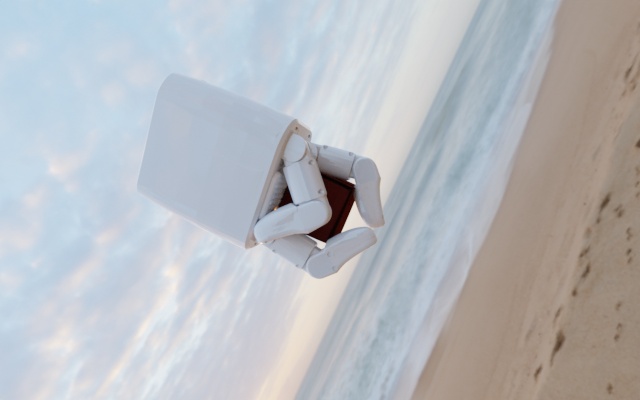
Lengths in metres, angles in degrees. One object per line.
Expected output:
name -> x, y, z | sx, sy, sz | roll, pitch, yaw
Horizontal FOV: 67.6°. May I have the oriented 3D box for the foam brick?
foam brick -> 0.000, 0.001, 0.422 | 0.051, 0.053, 0.078 | 24, 5, 7
